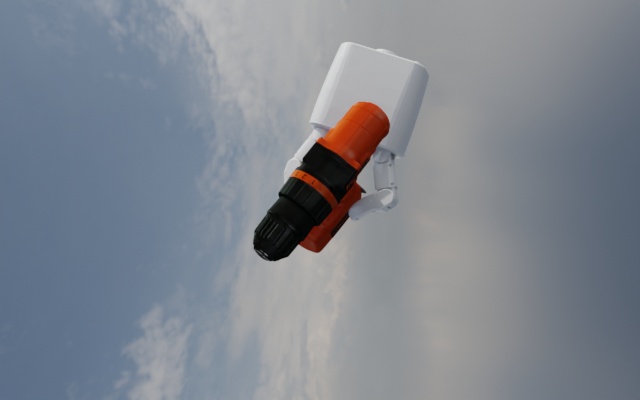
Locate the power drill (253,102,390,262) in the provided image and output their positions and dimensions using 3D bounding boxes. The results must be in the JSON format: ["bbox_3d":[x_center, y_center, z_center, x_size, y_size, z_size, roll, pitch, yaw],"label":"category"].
[{"bbox_3d":[0.000,0.002,0.517,0.057,0.184,0.188,38,-15,8],"label":"power drill"}]
